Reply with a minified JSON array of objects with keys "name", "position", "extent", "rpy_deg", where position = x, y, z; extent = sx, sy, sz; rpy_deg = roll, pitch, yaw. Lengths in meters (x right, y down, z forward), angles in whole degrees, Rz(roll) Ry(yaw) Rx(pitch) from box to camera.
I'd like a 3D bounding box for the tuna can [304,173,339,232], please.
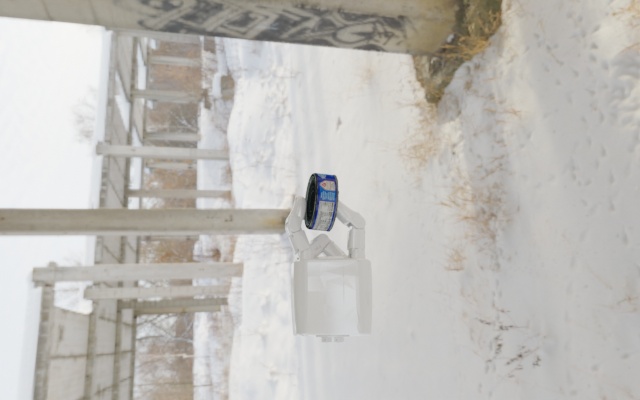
[{"name":"tuna can","position":[0.000,0.002,0.706],"extent":[0.034,0.086,0.086],"rpy_deg":[6,-1,-12]}]
